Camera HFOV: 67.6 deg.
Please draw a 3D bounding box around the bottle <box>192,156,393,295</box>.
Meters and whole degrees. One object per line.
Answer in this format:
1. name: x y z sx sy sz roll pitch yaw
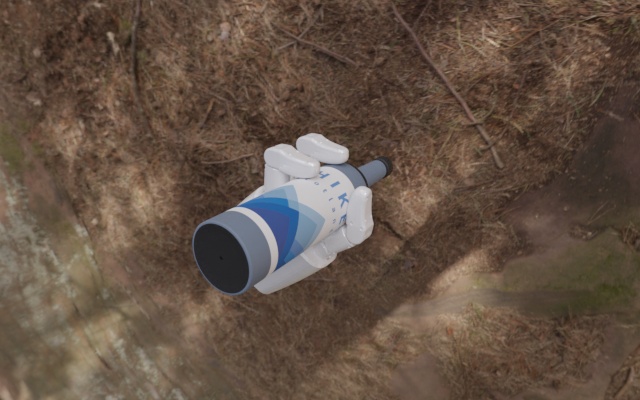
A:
1. bottle: 0.000 0.002 0.501 0.069 0.069 0.295 0 18 36
